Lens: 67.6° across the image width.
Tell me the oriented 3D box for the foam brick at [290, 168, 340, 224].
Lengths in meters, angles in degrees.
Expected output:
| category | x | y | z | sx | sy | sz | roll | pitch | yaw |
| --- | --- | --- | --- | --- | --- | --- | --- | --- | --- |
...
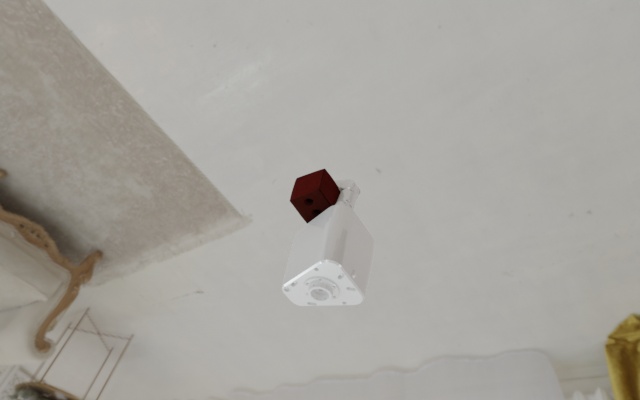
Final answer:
| category | x | y | z | sx | sy | sz | roll | pitch | yaw |
| --- | --- | --- | --- | --- | --- | --- | --- | --- | --- |
| foam brick | 0.000 | 0.002 | 0.705 | 0.053 | 0.078 | 0.051 | -20 | 33 | 28 |
